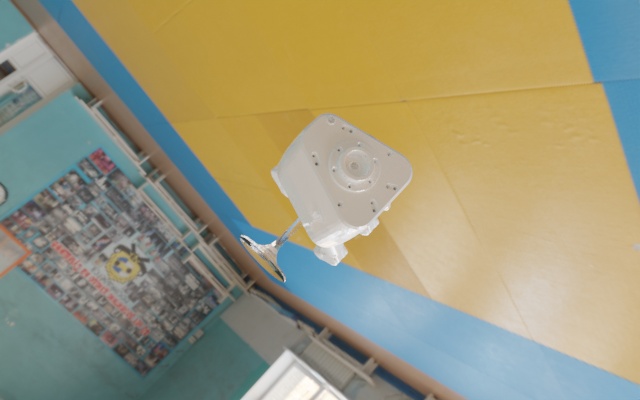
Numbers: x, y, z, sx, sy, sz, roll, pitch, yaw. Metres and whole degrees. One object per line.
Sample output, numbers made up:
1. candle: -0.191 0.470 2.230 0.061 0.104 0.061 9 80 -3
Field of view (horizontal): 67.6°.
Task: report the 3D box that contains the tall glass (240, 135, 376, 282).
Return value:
1. tall glass: 0.000 0.002 0.583 0.201 0.079 0.079 -44 18 -19
